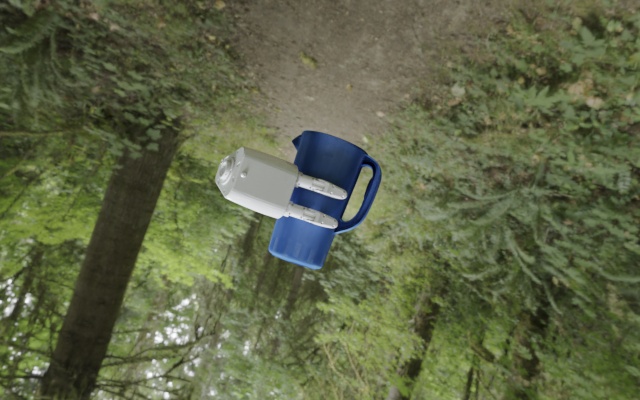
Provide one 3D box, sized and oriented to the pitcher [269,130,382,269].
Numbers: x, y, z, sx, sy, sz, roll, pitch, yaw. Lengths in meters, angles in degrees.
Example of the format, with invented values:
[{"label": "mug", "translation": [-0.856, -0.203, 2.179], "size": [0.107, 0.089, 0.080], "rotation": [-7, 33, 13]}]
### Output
[{"label": "pitcher", "translation": [0.000, 0.003, 0.896], "size": [0.145, 0.243, 0.149], "rotation": [21, -4, -31]}]
